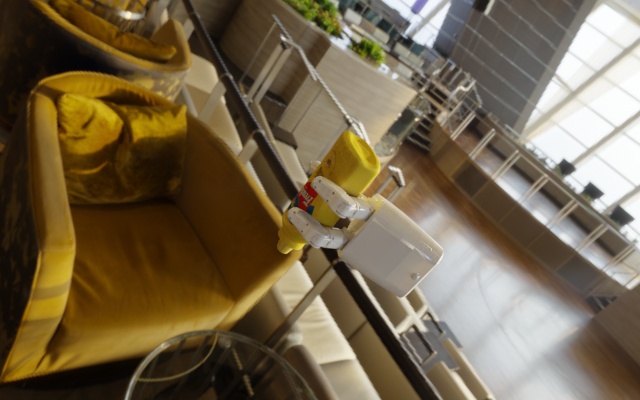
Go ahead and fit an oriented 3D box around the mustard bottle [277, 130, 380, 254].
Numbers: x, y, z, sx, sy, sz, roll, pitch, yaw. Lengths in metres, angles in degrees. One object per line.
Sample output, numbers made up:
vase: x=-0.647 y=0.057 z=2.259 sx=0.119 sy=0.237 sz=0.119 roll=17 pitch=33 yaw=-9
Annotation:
mustard bottle: x=0.000 y=0.002 z=0.649 sx=0.058 sy=0.192 sz=0.096 roll=27 pitch=26 yaw=-25
